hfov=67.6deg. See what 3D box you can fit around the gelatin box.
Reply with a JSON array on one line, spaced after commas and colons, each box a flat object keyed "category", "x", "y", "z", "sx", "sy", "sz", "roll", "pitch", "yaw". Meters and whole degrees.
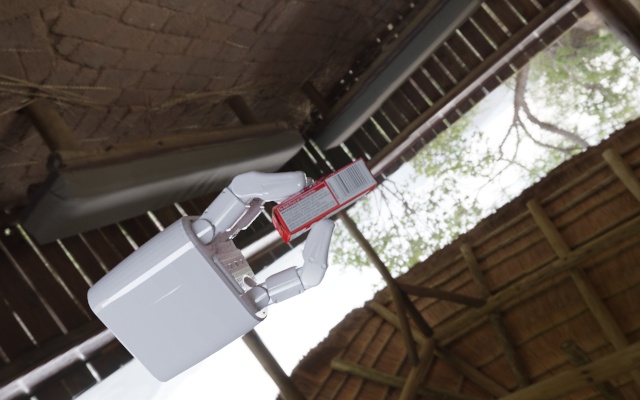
[{"category": "gelatin box", "x": 0.001, "y": 0.002, "z": 0.421, "sx": 0.089, "sy": 0.030, "sz": 0.073, "roll": -30, "pitch": -5, "yaw": -9}]
